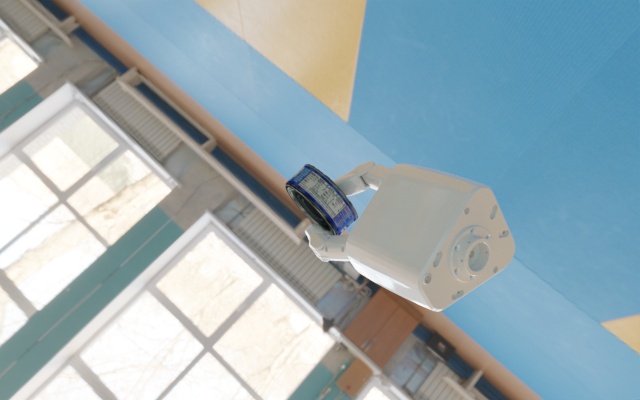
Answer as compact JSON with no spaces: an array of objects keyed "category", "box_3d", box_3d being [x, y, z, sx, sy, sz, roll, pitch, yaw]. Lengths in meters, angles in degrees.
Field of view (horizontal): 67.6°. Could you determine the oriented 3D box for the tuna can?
[{"category":"tuna can","box_3d":[0.000,0.002,0.535,0.033,0.086,0.086,-43,10,-11]}]
